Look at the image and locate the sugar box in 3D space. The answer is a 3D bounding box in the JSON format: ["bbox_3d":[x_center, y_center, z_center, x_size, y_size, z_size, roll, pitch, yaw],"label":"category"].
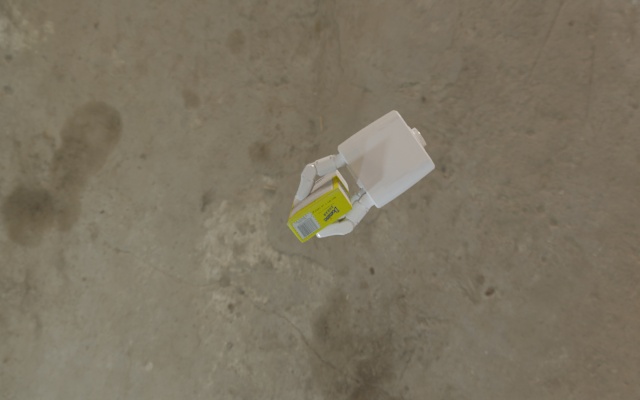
[{"bbox_3d":[0.001,0.003,0.769,0.093,0.048,0.176,-34,8,9],"label":"sugar box"}]
